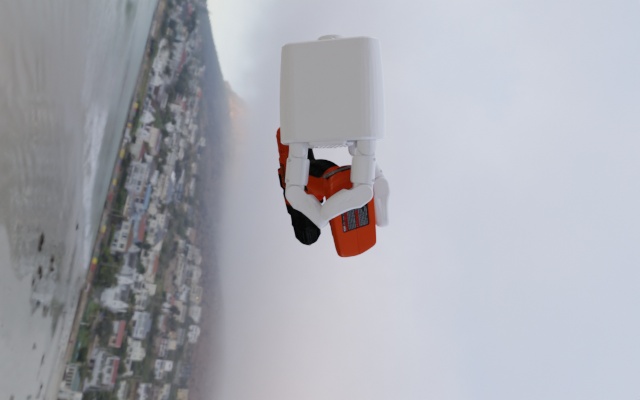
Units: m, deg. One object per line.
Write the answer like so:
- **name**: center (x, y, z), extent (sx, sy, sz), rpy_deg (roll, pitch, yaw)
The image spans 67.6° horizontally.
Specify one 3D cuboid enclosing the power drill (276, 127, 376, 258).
- **power drill**: center (0.000, 0.002, 0.618), extent (0.057, 0.184, 0.187), rpy_deg (-20, 26, -21)
